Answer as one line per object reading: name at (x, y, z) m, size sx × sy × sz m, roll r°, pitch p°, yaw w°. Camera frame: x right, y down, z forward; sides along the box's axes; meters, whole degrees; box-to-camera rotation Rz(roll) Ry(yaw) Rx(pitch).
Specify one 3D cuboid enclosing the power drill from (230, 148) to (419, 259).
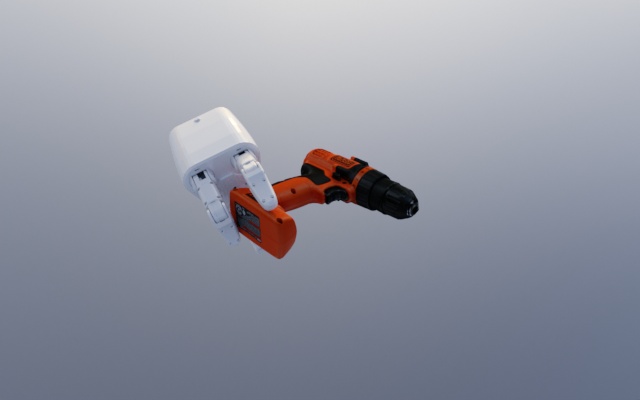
power drill at (0.000, 0.002, 0.583) m, size 0.187 × 0.057 × 0.184 m, roll -24°, pitch 36°, yaw -37°
